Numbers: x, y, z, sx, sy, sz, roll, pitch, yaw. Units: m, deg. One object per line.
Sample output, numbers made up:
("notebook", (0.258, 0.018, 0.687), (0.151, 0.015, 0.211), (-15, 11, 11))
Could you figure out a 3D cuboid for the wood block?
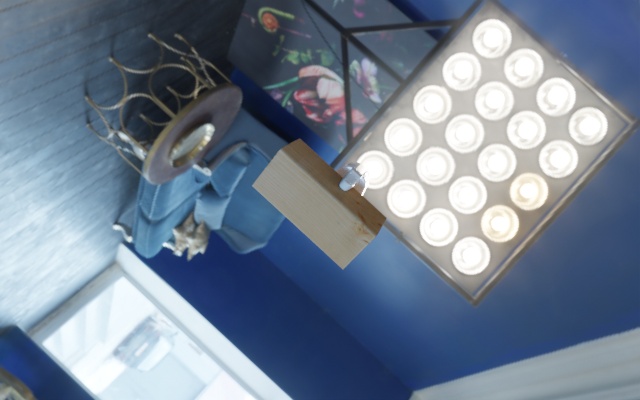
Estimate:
("wood block", (0.001, 0.002, 0.809), (0.206, 0.091, 0.090), (42, 26, 2))
